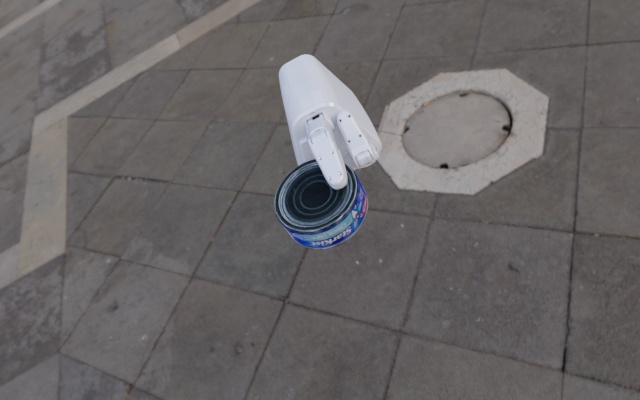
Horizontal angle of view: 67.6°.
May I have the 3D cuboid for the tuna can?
[{"bbox_3d":[0.000,0.001,0.455,0.086,0.086,0.034,0,-32,24],"label":"tuna can"}]
